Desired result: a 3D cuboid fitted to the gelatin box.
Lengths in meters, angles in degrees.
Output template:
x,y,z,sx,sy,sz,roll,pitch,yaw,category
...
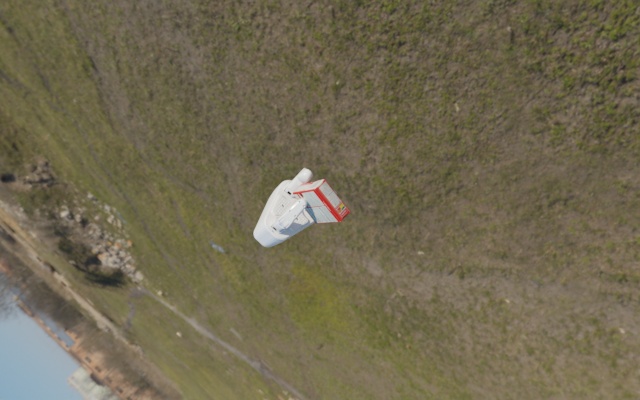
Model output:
x,y,z,sx,sy,sz,roll,pitch,yaw,category
0.000,0.003,0.821,0.030,0.073,0.089,-45,17,-24,gelatin box
